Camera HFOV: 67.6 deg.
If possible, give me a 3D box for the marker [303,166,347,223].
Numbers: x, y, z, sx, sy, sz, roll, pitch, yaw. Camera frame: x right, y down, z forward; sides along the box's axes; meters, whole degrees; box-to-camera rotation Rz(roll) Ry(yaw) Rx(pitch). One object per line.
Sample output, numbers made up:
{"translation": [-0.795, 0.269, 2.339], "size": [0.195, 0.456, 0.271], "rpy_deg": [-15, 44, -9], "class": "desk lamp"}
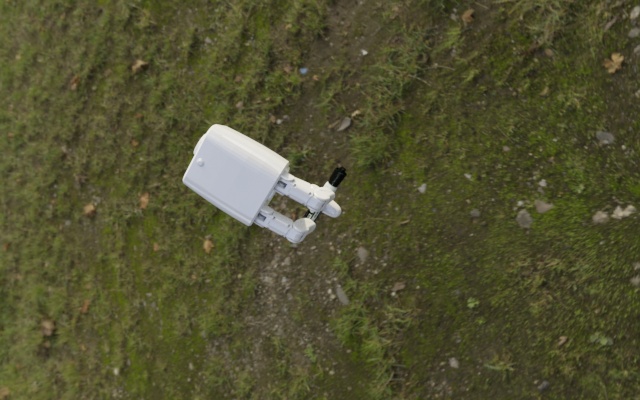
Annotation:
{"translation": [0.000, 0.002, 0.675], "size": [0.020, 0.121, 0.020], "rpy_deg": [28, 22, -13], "class": "marker"}
